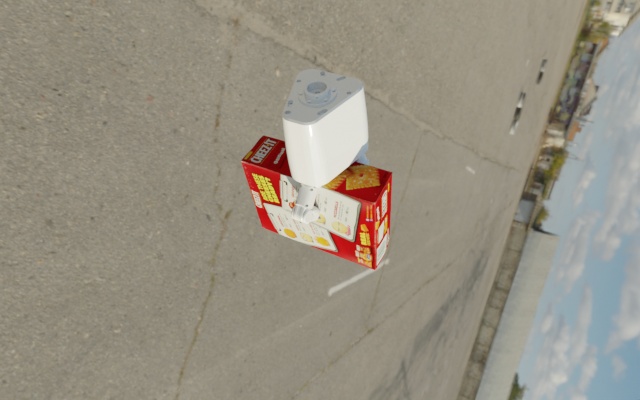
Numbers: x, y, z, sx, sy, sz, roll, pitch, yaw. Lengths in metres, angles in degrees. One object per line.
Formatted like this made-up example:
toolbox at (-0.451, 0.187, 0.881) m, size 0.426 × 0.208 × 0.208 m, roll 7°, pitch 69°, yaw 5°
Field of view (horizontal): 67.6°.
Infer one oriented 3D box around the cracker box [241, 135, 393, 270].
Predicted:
cracker box at (0.000, 0.003, 0.731) m, size 0.213 × 0.072 × 0.164 m, roll 19°, pitch -36°, yaw 22°
